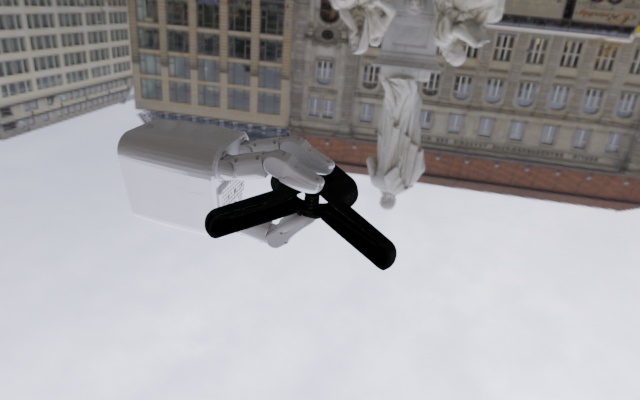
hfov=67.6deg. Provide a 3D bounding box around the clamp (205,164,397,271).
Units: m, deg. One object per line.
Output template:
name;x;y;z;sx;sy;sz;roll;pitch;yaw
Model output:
clamp;0.000;0.002;0.483;0.164;0.036;0.210;14;24;7
